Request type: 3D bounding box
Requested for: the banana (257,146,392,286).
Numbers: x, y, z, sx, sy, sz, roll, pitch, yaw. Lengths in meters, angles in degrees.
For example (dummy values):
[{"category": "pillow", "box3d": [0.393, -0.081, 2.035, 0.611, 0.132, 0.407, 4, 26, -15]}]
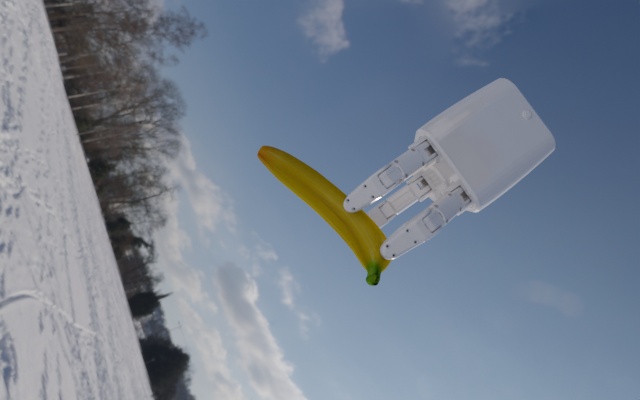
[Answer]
[{"category": "banana", "box3d": [0.011, 0.008, 0.487, 0.197, 0.037, 0.070, 46, 12, 29]}]
